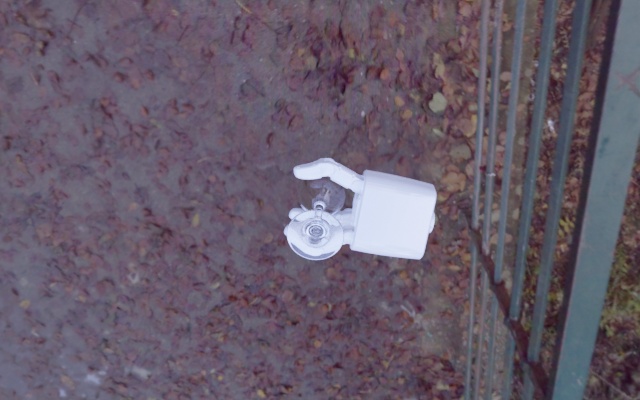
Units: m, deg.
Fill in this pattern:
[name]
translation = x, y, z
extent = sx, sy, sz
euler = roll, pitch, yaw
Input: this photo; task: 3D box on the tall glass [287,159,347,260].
[tall glass]
translation = 0.000, 0.003, 0.701
extent = 0.079, 0.079, 0.201
euler = 0, 26, 4
